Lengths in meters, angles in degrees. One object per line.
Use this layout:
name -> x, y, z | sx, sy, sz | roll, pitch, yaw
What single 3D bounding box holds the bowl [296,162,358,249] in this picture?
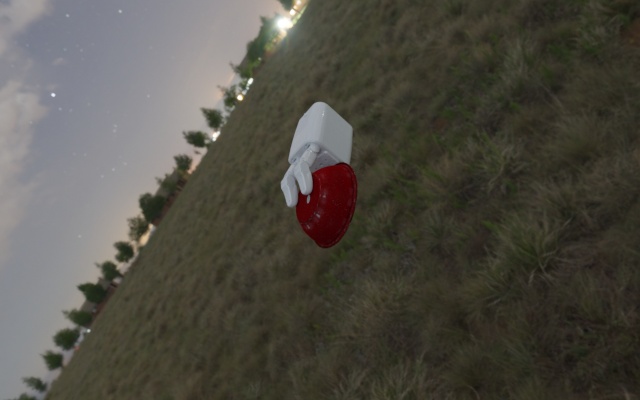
bowl -> 0.000, 0.004, 0.859 | 0.055, 0.162, 0.162 | 14, -7, -27
